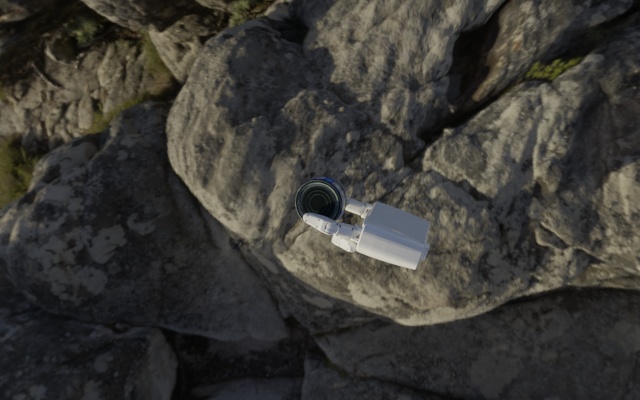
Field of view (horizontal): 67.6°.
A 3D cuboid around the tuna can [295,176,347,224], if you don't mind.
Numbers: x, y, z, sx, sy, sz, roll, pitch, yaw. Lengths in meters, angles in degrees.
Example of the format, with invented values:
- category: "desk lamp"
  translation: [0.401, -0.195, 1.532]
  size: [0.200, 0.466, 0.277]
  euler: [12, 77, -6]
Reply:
- category: "tuna can"
  translation: [0.000, 0.003, 0.826]
  size: [0.086, 0.086, 0.033]
  euler: [0, 11, 17]
